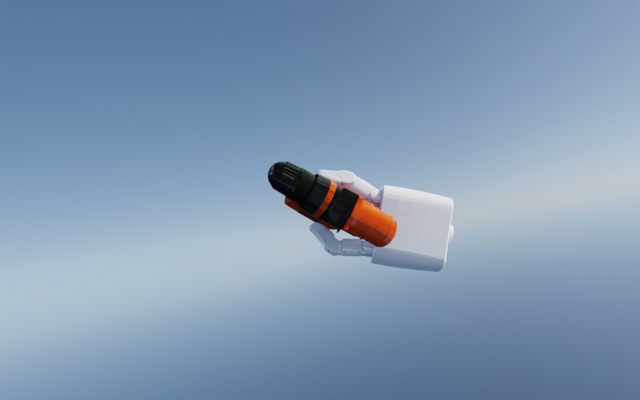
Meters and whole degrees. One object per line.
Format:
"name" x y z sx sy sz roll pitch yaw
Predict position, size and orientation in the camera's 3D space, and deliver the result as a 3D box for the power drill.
"power drill" 0.000 0.002 0.678 0.184 0.057 0.187 30 -3 -12
